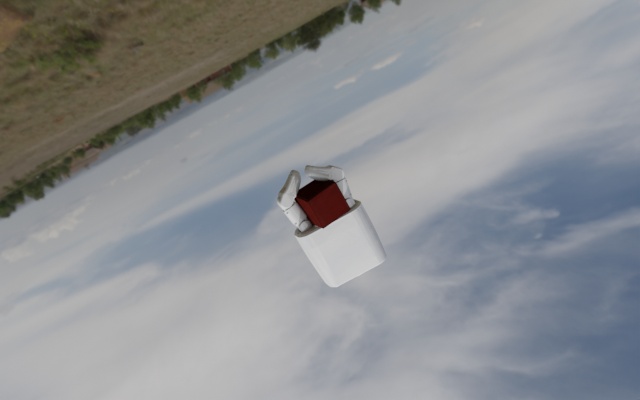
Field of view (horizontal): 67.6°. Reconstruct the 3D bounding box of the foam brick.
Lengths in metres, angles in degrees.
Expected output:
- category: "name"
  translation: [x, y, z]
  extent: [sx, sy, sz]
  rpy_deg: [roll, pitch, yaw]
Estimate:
- category: "foam brick"
  translation: [0.000, 0.002, 0.724]
  extent: [0.053, 0.051, 0.078]
  rpy_deg: [-33, 17, -13]
